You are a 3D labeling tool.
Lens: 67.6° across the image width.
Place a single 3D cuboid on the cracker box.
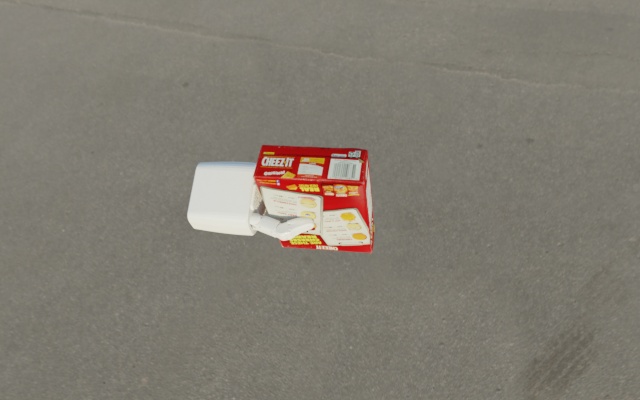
[{"bbox_3d":[0.000,0.003,0.771,0.164,0.072,0.214,3,-32,11],"label":"cracker box"}]
